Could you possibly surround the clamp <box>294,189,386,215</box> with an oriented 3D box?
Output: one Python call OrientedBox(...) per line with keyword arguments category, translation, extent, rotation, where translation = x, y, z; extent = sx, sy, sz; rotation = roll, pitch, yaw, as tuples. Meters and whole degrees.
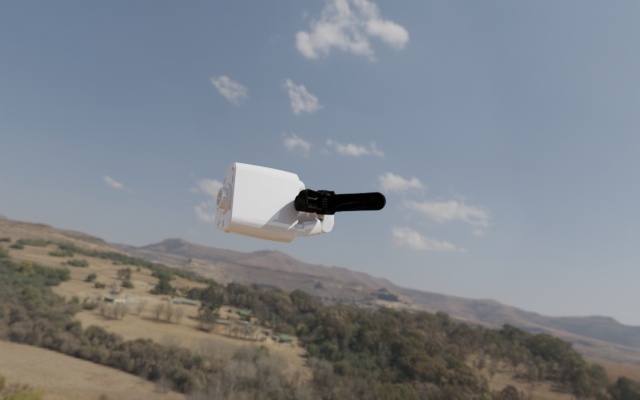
OrientedBox(category="clamp", translation=(0.000, 0.002, 0.681), extent=(0.120, 0.039, 0.171), rotation=(10, -9, -26))
